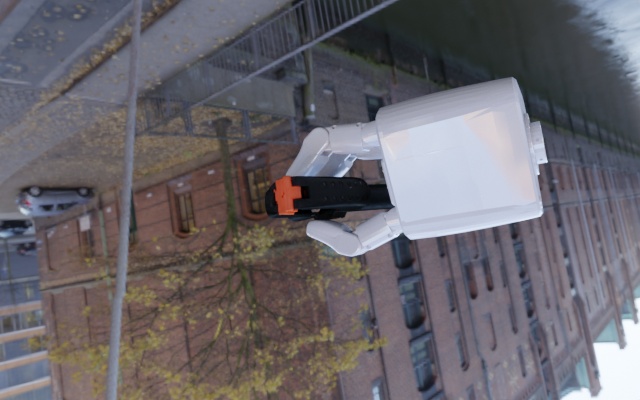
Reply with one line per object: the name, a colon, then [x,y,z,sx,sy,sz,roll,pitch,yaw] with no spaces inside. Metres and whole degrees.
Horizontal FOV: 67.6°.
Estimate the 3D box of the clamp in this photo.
clamp: [0.000,0.002,0.458,0.164,0.036,0.210,-10,-5,27]
